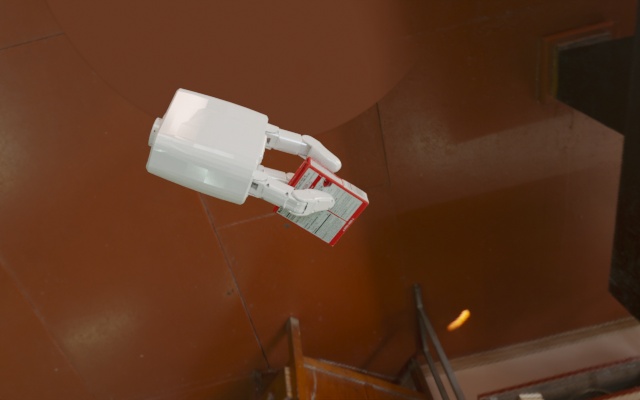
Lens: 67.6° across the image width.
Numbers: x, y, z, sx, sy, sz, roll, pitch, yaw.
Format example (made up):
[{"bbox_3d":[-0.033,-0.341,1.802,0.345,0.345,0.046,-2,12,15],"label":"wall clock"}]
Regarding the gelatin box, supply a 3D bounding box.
[{"bbox_3d":[0.000,0.002,0.565,0.089,0.073,0.030,32,21,-16],"label":"gelatin box"}]
